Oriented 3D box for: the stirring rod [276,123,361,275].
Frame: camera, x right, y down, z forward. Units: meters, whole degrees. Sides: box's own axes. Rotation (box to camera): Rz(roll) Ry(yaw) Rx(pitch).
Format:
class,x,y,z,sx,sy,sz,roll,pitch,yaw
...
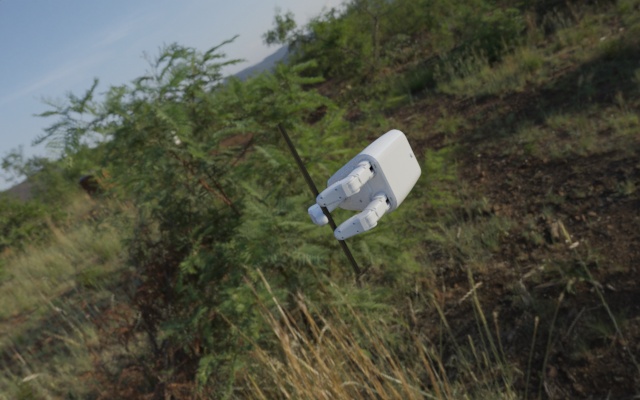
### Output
class,x,y,z,sx,sy,sz,roll,pitch,yaw
stirring rod,0.000,0.002,0.658,0.011,0.239,0.011,-26,15,7
